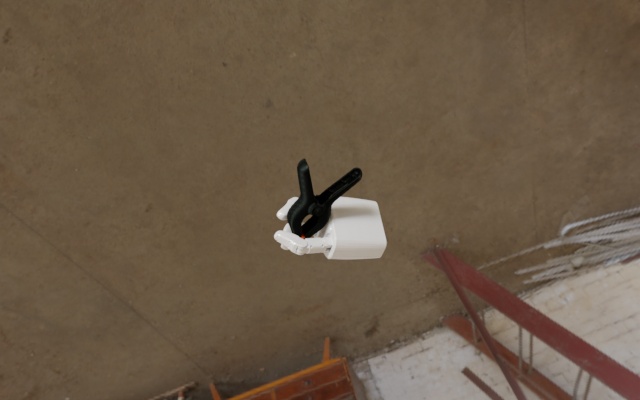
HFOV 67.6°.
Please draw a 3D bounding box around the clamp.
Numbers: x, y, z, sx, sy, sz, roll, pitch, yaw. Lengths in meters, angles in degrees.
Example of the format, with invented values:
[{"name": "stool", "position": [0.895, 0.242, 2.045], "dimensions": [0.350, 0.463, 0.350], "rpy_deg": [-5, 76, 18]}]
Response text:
[{"name": "clamp", "position": [0.000, 0.003, 0.820], "dimensions": [0.120, 0.172, 0.039], "rpy_deg": [3, 40, -21]}]
